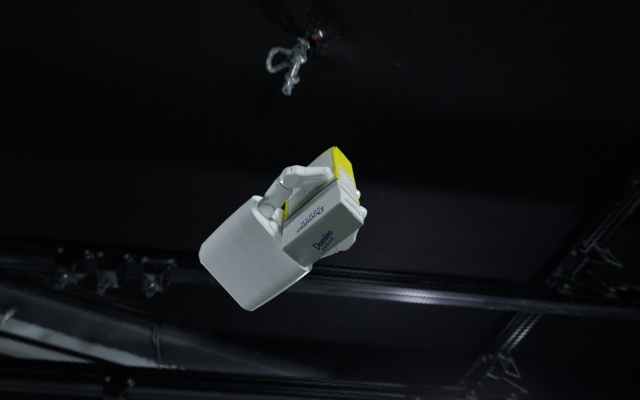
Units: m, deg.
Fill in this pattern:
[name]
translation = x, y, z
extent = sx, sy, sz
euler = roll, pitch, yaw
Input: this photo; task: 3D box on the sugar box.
[sugar box]
translation = 0.000, 0.002, 0.605
extent = 0.093, 0.048, 0.176
euler = -39, 24, 17
